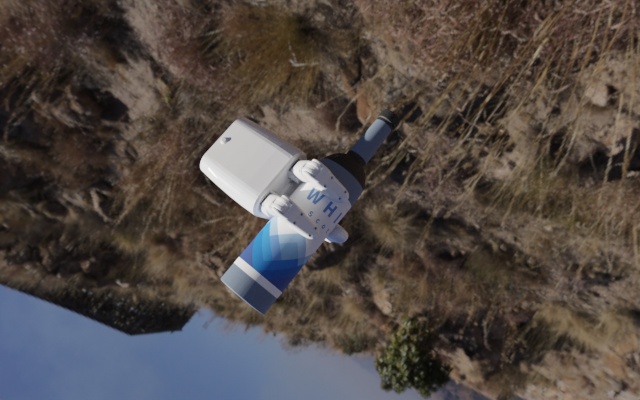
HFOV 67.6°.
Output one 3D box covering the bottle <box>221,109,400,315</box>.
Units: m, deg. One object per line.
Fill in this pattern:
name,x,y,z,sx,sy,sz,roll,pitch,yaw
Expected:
bottle,0.000,0.002,0.589,0.069,0.295,0.069,38,-12,9
